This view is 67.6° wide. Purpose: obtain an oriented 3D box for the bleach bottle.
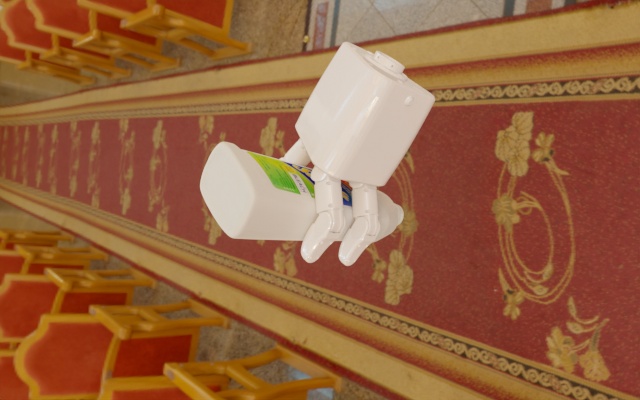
[{"bbox_3d":[0.000,0.002,0.538,0.251,0.068,0.102,7,33,-42],"label":"bleach bottle"}]
